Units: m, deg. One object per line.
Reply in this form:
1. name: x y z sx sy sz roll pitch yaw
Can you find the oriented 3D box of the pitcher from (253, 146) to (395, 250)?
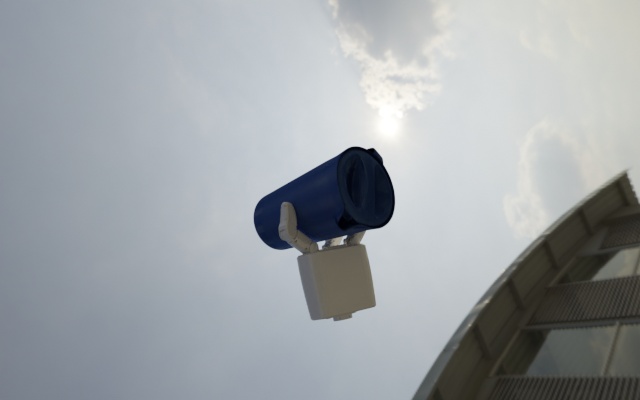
1. pitcher: 0.000 0.003 0.817 0.149 0.145 0.243 -2 -14 -45
